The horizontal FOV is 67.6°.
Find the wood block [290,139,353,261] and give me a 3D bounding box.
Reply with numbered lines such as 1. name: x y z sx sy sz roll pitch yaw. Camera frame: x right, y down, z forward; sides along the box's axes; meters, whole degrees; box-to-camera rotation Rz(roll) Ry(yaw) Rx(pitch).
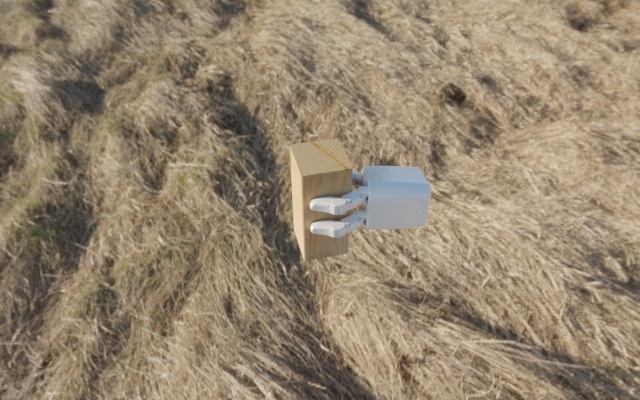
1. wood block: 0.000 0.002 0.861 0.090 0.206 0.090 -9 43 -11
